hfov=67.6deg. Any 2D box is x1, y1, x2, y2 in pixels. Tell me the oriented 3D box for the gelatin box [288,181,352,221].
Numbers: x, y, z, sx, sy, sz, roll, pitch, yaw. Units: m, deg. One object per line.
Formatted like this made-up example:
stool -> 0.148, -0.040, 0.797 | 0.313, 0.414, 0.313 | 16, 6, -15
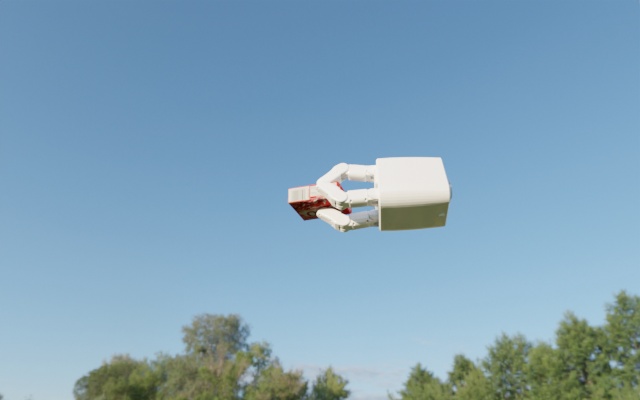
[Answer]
gelatin box -> 0.000, 0.002, 0.792 | 0.089, 0.030, 0.073 | -8, -28, 17
